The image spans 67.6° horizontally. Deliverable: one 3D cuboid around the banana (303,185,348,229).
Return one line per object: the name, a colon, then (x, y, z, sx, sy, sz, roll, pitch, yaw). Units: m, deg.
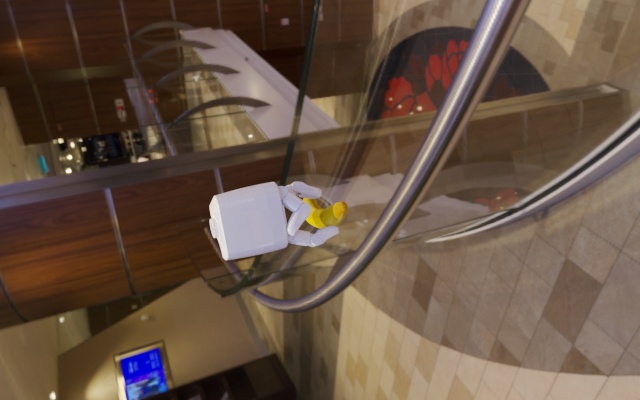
banana: (0.001, 0.020, 0.899, 0.037, 0.070, 0.197, -12, 15, -21)
